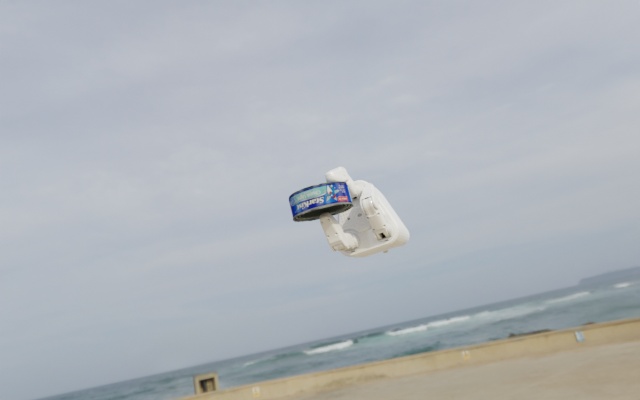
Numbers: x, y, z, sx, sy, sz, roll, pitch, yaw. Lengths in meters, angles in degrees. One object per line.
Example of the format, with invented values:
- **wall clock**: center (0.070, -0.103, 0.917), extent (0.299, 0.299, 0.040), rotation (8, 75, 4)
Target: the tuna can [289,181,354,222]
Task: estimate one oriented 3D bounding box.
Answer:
- **tuna can**: center (0.000, 0.002, 0.658), extent (0.086, 0.033, 0.086), rotation (-13, -11, -3)
